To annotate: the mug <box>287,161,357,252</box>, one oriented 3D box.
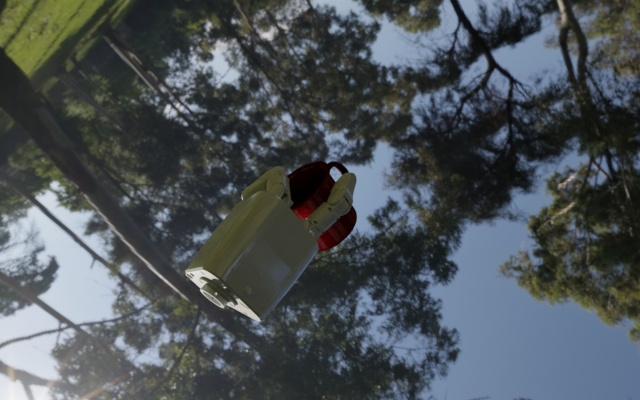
[{"bbox_3d":[0.001,0.001,0.613,0.093,0.117,0.081,3,-42,51],"label":"mug"}]
